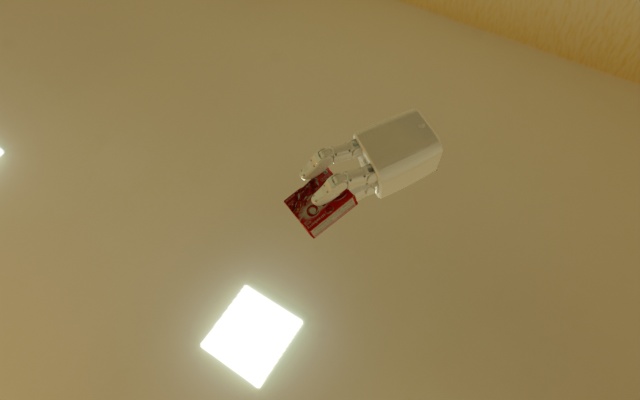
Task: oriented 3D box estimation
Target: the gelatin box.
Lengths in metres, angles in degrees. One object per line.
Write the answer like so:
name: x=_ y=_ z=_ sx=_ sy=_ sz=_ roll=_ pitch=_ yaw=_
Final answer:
gelatin box: x=0.000 y=0.003 z=0.729 sx=0.089 sy=0.073 sz=0.030 roll=-38 pitch=-32 yaw=-5
